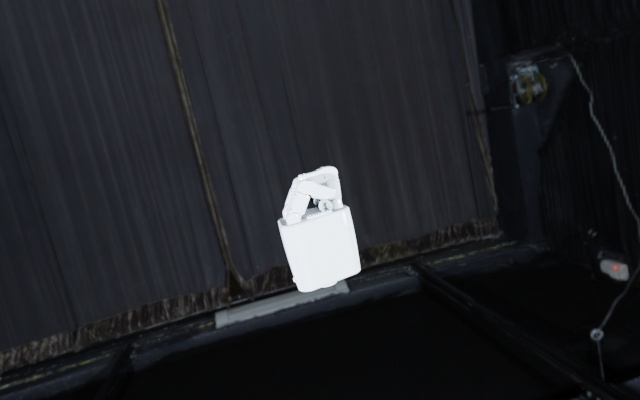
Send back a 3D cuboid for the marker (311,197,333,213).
[{"bbox_3d":[0.000,0.002,0.754,0.020,0.020,0.121,0,6,-8],"label":"marker"}]
